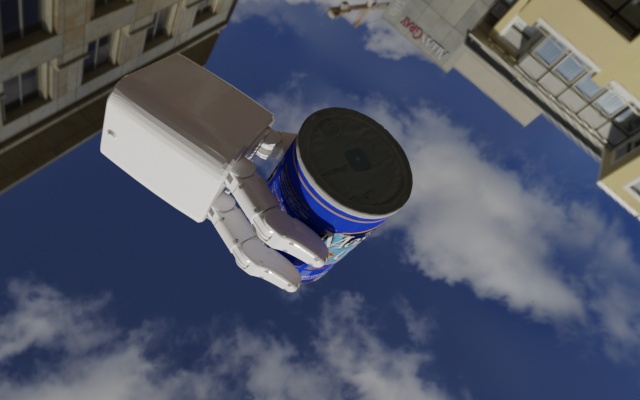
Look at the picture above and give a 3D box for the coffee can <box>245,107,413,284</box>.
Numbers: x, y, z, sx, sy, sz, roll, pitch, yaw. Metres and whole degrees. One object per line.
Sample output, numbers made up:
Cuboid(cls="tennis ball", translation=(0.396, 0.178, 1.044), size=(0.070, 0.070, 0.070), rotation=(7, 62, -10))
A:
Cuboid(cls="coffee can", translation=(0.000, 0.001, 0.426), size=(0.103, 0.102, 0.140), rotation=(0, -30, -30))
